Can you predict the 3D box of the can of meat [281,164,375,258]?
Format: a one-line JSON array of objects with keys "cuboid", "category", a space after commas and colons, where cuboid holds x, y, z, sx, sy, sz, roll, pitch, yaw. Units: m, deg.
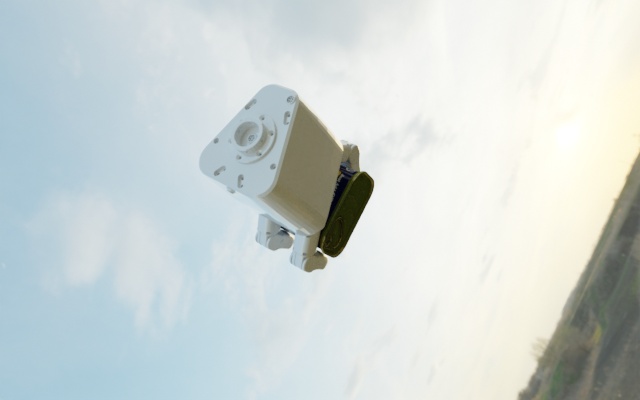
[{"cuboid": [0.000, 0.002, 0.552, 0.084, 0.102, 0.057, 25, -4, 30], "category": "can of meat"}]
